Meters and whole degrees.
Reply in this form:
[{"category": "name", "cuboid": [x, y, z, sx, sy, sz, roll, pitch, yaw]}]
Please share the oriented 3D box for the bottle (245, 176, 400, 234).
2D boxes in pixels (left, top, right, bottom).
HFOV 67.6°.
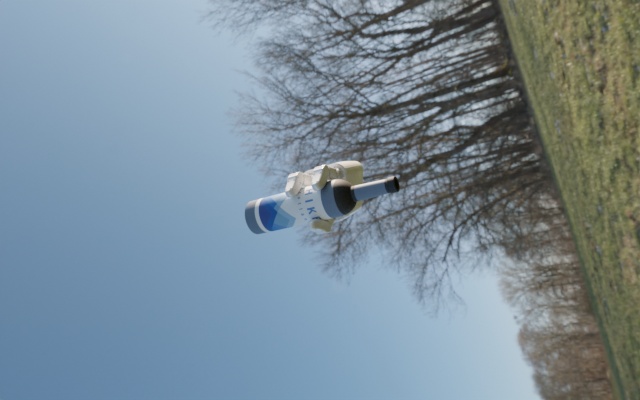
[{"category": "bottle", "cuboid": [0.000, 0.003, 0.866, 0.296, 0.069, 0.069, -13, -6, 26]}]
